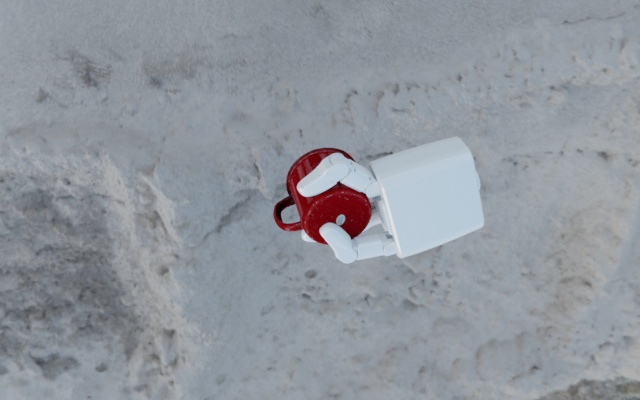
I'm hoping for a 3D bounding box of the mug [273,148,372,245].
[{"bbox_3d":[-0.001,0.002,0.563,0.117,0.093,0.081,-20,40,0],"label":"mug"}]
